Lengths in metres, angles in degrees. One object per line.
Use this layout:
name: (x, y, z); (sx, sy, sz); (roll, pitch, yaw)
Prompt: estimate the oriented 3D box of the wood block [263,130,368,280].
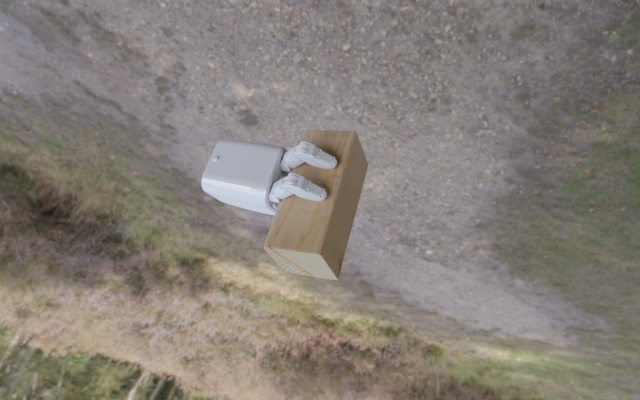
wood block: (0.000, 0.003, 0.720); (0.090, 0.206, 0.091); (5, -29, 22)
